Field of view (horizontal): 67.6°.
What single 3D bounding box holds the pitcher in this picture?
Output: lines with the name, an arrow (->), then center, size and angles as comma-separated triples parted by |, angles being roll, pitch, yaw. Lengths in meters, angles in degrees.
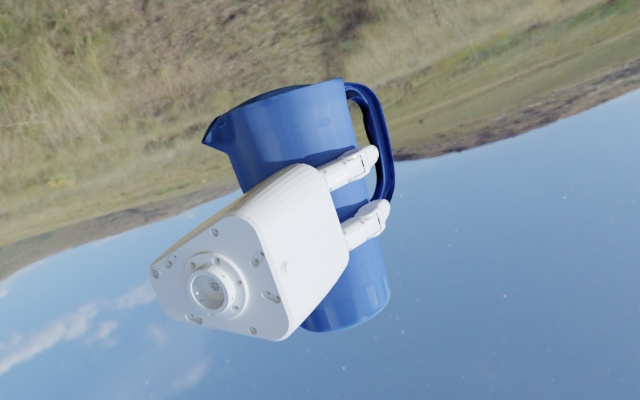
pitcher -> 0.000, 0.002, 0.494 | 0.149, 0.243, 0.145 | -12, 13, 23
